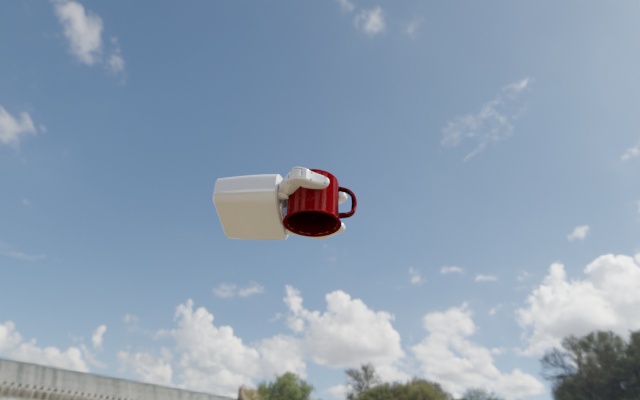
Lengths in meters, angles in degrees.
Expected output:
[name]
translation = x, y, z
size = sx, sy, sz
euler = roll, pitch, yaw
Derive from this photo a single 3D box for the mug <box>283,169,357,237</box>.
[mug]
translation = 0.002, 0.002, 0.770
size = 0.117, 0.081, 0.093
euler = -1, -30, 7
